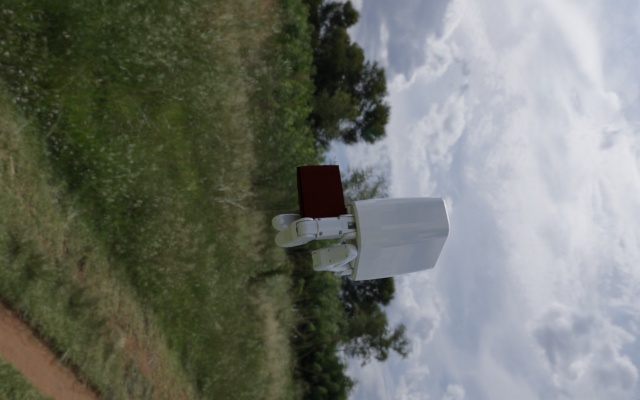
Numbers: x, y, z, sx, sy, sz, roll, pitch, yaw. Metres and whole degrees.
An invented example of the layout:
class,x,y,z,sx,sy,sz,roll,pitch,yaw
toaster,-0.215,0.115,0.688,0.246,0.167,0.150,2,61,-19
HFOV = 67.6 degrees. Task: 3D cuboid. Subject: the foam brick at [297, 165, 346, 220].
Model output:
class,x,y,z,sx,sy,sz,roll,pitch,yaw
foam brick,0.000,0.002,0.580,0.051,0.078,0.053,-6,-19,-5
